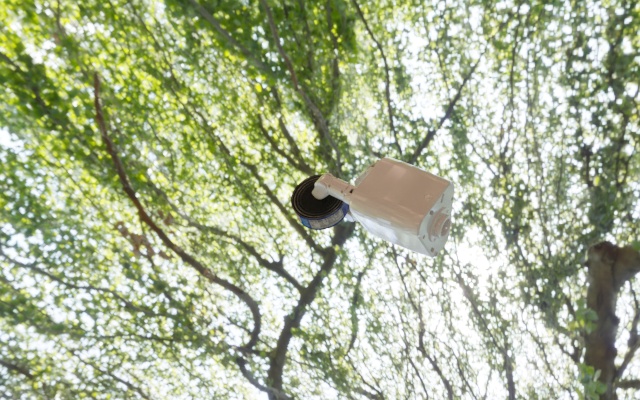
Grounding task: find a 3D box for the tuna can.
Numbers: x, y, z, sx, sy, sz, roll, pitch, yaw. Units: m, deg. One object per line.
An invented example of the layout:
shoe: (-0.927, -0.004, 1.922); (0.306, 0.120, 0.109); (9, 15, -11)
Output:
tuna can: (0.000, 0.003, 0.729); (0.086, 0.086, 0.034); (0, -38, 18)
